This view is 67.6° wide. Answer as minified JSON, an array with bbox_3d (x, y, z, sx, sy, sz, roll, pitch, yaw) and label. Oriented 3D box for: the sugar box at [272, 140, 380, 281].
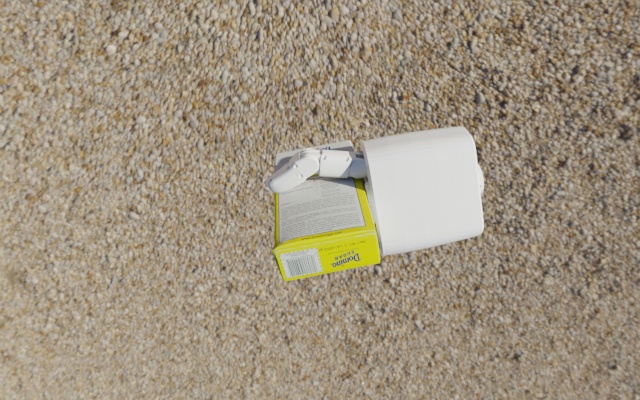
[{"bbox_3d":[0.000,0.002,0.492,0.093,0.048,0.176,-10,31,3],"label":"sugar box"}]
